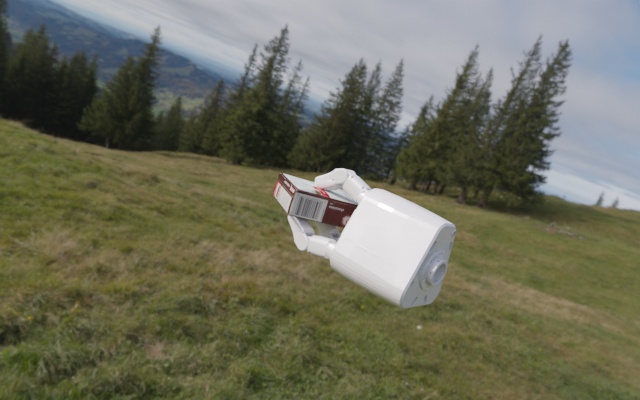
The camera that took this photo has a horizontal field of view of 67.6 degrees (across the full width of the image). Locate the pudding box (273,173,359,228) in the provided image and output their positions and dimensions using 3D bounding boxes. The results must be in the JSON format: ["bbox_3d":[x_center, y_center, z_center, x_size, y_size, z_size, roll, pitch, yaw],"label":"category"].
[{"bbox_3d":[0.000,0.002,0.655,0.113,0.039,0.090,16,11,-23],"label":"pudding box"}]
